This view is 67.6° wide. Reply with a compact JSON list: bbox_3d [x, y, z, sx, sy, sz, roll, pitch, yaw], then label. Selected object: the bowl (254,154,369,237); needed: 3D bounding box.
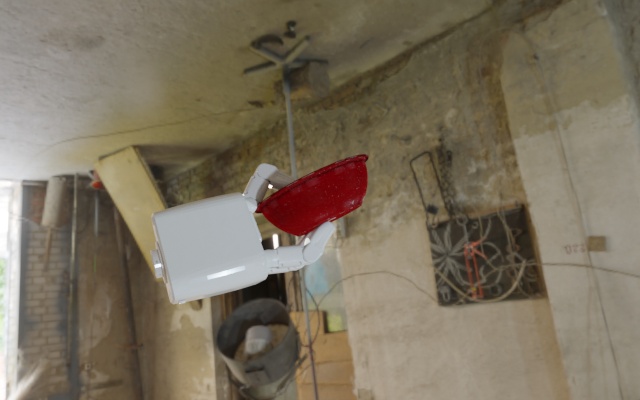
[{"bbox_3d":[0.001,0.002,0.609,0.162,0.055,0.162,-26,-6,-3],"label":"bowl"}]
